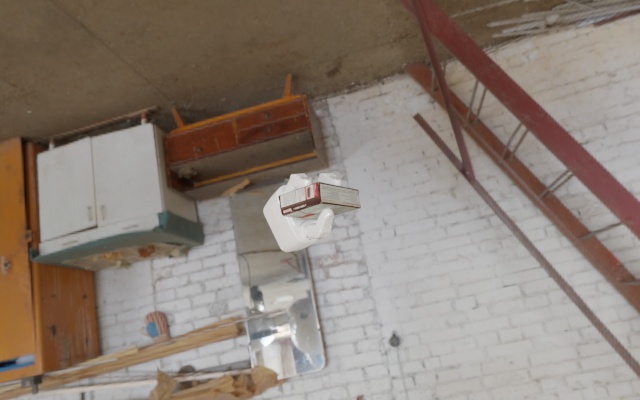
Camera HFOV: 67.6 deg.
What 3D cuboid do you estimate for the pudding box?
[{"bbox_3d":[0.000,0.003,0.803,0.090,0.039,0.113,-19,-15,36],"label":"pudding box"}]
